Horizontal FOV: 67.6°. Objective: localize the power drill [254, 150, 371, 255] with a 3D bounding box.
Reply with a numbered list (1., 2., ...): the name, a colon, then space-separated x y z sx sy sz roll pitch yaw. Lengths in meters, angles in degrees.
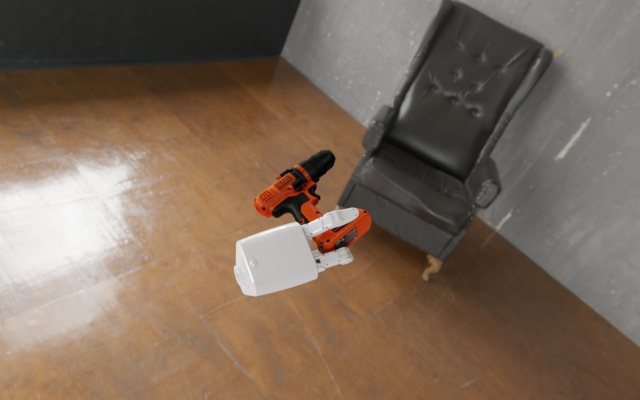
1. power drill: 0.000 0.003 0.856 0.187 0.184 0.057 40 -21 32
